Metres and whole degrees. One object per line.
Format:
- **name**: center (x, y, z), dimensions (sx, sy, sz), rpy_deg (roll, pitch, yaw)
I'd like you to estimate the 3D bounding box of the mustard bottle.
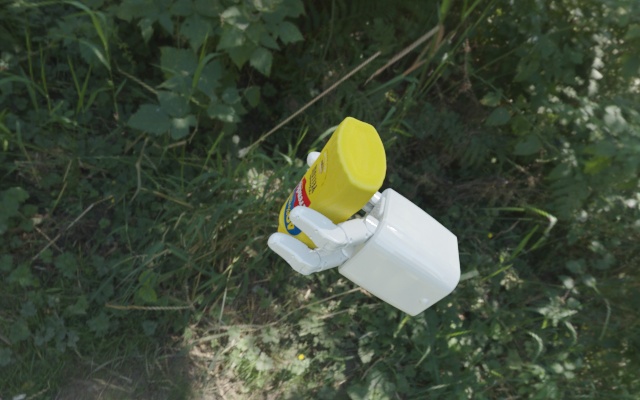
- **mustard bottle**: center (0.000, 0.001, 0.540), dimensions (0.058, 0.096, 0.192), rpy_deg (16, -40, -21)
